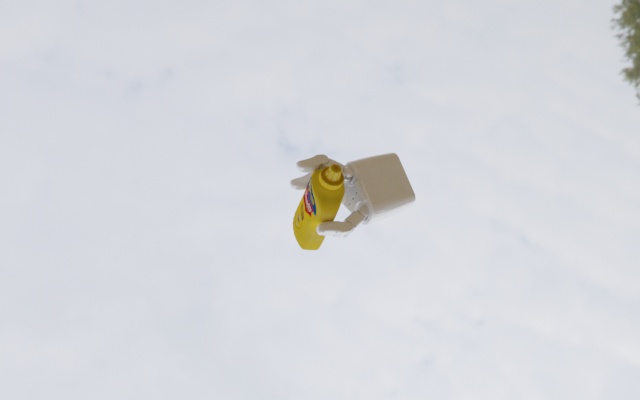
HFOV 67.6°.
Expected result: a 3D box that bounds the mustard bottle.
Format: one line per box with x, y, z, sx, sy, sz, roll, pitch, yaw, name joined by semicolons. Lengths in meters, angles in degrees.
0.000;0.003;0.836;0.058;0.096;0.192;5;-36;-16;mustard bottle
